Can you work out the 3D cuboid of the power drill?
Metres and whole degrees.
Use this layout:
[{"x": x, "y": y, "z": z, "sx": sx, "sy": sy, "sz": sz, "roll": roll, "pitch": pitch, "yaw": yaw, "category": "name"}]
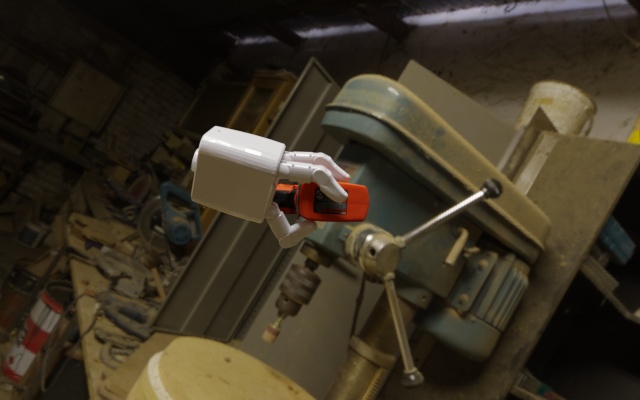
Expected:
[{"x": 0.000, "y": 0.002, "z": 0.750, "sx": 0.184, "sy": 0.057, "sz": 0.187, "roll": 2, "pitch": -1, "yaw": -23, "category": "power drill"}]
